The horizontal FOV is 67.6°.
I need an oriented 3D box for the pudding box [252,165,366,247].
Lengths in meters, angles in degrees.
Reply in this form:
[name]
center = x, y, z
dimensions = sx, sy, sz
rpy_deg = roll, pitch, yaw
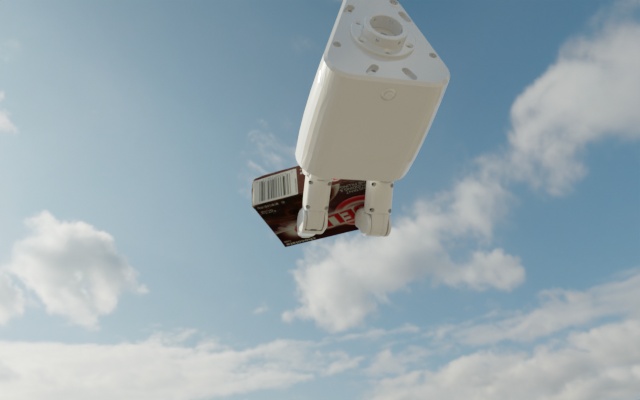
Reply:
[pudding box]
center = 0.000, 0.001, 0.476
dimensions = 0.113, 0.039, 0.090
rpy_deg = -13, -35, 12
